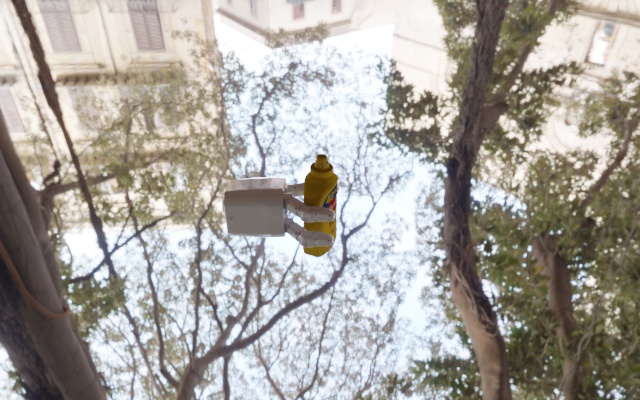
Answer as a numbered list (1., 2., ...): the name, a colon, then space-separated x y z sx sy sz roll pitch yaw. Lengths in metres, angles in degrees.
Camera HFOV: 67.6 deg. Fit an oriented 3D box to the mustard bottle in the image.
1. mustard bottle: 0.000 0.003 0.864 0.058 0.192 0.096 14 37 18
